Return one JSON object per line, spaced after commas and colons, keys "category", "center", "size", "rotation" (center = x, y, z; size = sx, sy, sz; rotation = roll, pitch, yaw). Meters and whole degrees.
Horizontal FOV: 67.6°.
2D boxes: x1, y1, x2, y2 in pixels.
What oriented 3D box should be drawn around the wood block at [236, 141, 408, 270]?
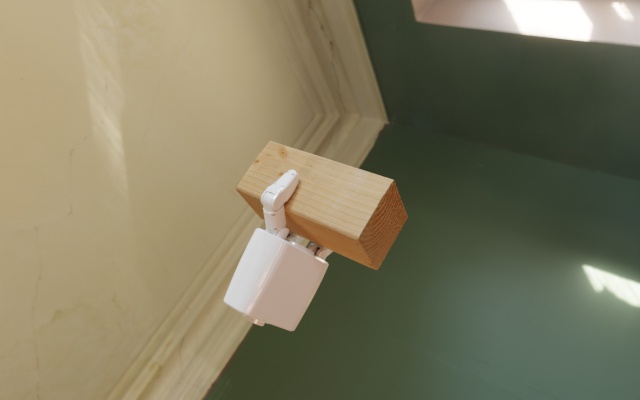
{"category": "wood block", "center": [0.000, 0.002, 0.646], "size": [0.206, 0.090, 0.091], "rotation": [21, -22, 33]}
